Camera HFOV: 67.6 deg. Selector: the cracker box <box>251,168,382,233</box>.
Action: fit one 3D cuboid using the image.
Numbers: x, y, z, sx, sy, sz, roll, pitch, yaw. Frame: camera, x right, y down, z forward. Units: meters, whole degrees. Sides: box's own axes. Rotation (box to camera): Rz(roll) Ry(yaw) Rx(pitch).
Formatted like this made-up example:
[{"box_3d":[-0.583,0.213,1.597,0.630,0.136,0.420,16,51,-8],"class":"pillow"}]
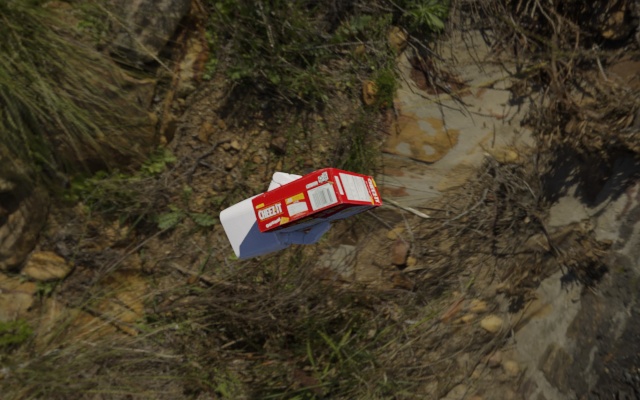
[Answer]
[{"box_3d":[0.000,0.003,0.887,0.164,0.072,0.214,-21,-10,23],"class":"cracker box"}]
